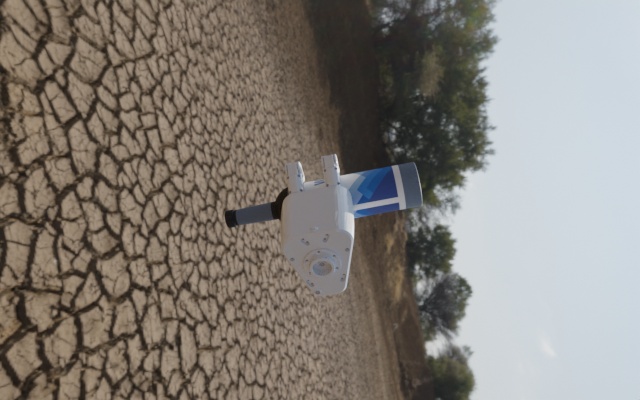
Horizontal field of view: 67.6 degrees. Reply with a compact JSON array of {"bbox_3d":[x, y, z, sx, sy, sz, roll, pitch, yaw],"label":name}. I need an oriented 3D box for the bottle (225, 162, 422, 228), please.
[{"bbox_3d":[0.000,0.002,0.723,0.296,0.069,0.069,-11,-1,6],"label":"bottle"}]
